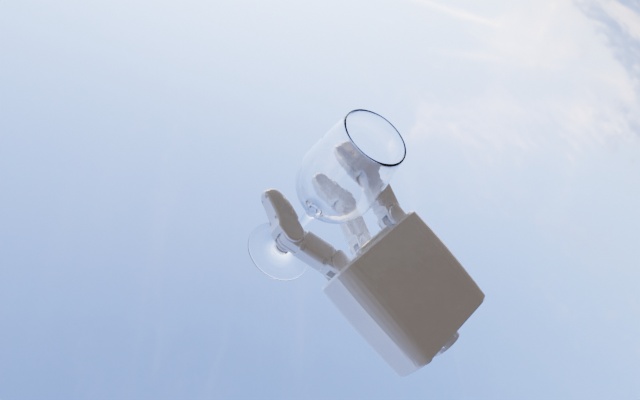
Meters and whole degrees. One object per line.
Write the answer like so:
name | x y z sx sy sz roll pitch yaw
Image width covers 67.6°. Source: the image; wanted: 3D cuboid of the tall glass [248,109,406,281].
tall glass | 0.000 0.002 0.466 0.079 0.079 0.201 0 -34 -34
